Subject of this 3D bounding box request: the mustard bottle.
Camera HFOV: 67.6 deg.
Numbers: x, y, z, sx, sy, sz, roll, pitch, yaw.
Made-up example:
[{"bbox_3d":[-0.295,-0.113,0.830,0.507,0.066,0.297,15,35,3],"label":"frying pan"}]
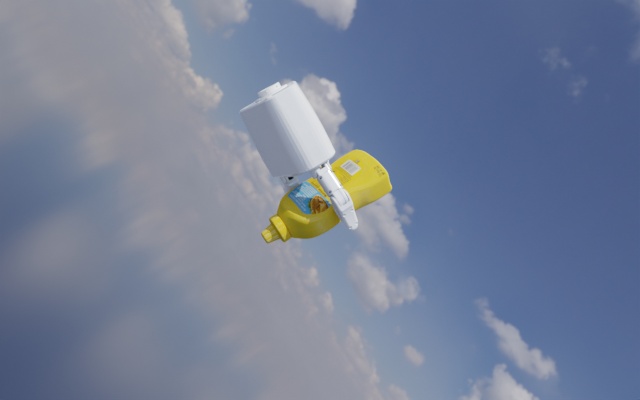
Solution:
[{"bbox_3d":[0.000,0.002,0.683,0.191,0.058,0.096,-32,41,-12],"label":"mustard bottle"}]
